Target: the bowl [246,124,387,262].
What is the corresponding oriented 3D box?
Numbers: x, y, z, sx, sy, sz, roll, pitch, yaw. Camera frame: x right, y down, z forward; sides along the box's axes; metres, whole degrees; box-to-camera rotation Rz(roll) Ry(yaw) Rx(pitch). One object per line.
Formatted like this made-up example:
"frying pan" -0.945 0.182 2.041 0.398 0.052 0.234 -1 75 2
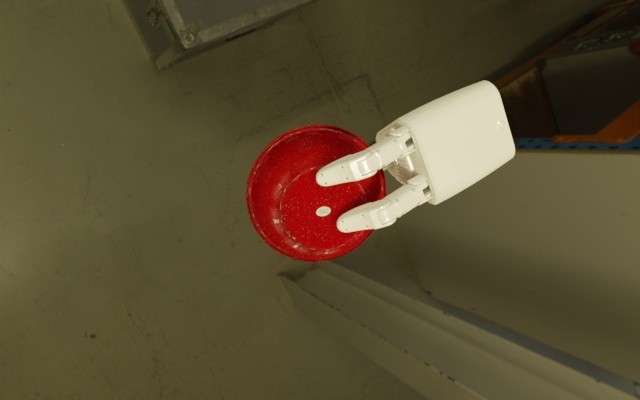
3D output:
"bowl" -0.001 0.003 0.518 0.162 0.162 0.055 0 16 -8
